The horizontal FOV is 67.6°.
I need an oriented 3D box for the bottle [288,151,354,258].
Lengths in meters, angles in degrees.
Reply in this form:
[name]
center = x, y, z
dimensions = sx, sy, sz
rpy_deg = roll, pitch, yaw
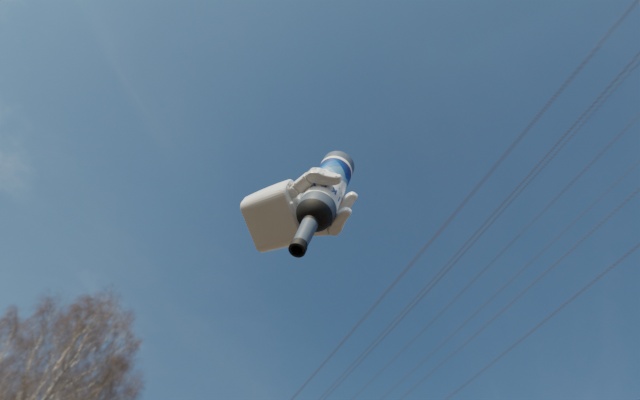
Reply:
[bottle]
center = 0.000, 0.003, 0.847
dimensions = 0.069, 0.069, 0.295
rpy_deg = 0, 30, 17
